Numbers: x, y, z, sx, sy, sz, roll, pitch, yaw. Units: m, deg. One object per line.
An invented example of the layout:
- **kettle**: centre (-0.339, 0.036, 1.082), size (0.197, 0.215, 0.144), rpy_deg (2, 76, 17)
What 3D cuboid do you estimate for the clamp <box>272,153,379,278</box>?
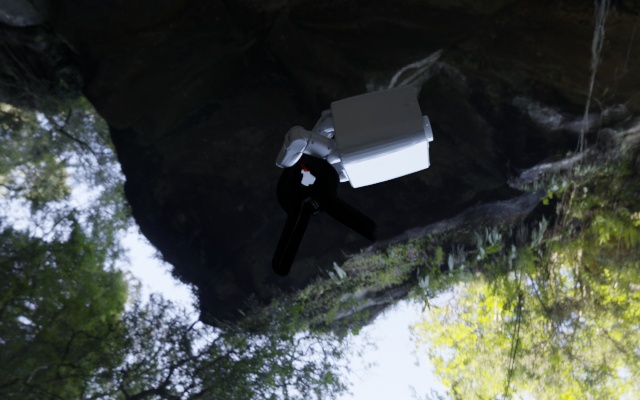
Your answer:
- **clamp**: centre (0.000, 0.002, 0.552), size (0.120, 0.171, 0.039), rpy_deg (-12, -39, 8)
